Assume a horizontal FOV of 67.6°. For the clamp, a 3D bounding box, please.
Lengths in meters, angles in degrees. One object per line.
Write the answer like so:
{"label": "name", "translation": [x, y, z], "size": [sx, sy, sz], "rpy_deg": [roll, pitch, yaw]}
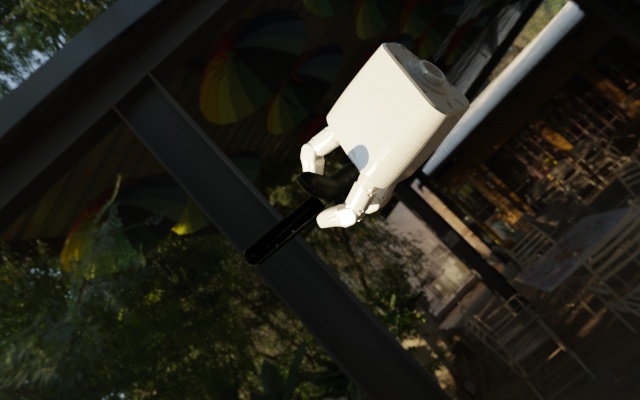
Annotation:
{"label": "clamp", "translation": [0.000, 0.001, 0.591], "size": [0.210, 0.036, 0.165], "rpy_deg": [-26, -18, -52]}
